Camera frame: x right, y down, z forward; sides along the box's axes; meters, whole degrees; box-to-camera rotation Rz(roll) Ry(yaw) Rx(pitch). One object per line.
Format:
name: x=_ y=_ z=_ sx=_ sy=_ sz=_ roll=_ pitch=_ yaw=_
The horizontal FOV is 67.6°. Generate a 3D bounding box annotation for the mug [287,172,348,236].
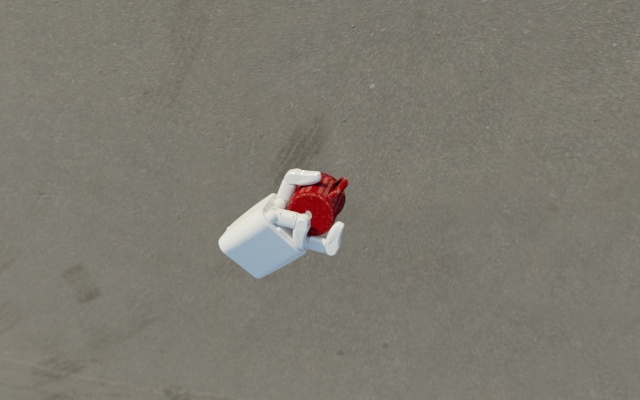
mug: x=0.001 y=0.002 z=0.811 sx=0.117 sy=0.093 sz=0.081 roll=-35 pitch=13 yaw=23
